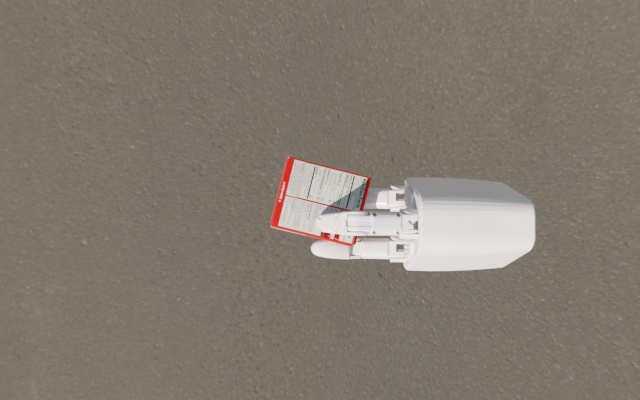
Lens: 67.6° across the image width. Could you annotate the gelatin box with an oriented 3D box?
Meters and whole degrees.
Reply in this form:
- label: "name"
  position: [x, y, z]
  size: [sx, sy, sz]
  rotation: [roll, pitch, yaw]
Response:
- label: "gelatin box"
  position: [0.000, 0.002, 0.488]
  size: [0.089, 0.073, 0.030]
  rotation: [14, -1, -2]
